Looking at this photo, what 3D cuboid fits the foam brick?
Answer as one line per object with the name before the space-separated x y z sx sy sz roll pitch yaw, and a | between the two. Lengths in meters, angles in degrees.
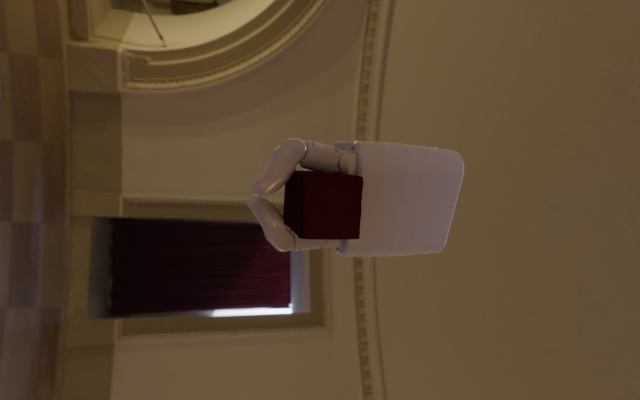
foam brick | 0.000 0.001 0.414 0.051 0.053 0.078 3 6 -15
